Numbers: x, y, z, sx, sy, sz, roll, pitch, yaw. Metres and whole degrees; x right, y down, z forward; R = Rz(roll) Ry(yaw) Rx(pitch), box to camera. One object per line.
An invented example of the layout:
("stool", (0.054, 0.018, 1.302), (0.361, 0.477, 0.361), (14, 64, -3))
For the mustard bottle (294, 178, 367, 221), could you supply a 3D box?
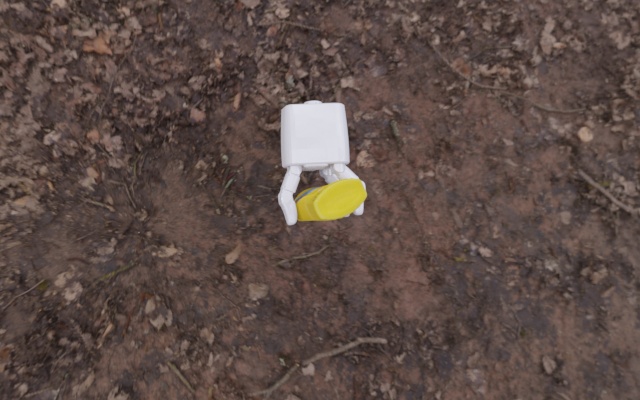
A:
("mustard bottle", (0.000, 0.003, 0.844), (0.096, 0.058, 0.191), (-29, 7, -20))
